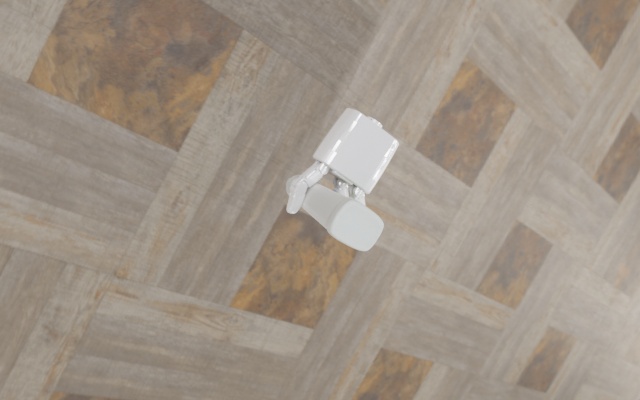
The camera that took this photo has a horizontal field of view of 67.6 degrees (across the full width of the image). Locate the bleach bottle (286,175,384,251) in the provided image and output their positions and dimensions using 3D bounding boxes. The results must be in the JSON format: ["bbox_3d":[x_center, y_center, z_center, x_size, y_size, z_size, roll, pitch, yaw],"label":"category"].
[{"bbox_3d":[0.000,0.003,0.837,0.102,0.068,0.250,32,1,-36],"label":"bleach bottle"}]
